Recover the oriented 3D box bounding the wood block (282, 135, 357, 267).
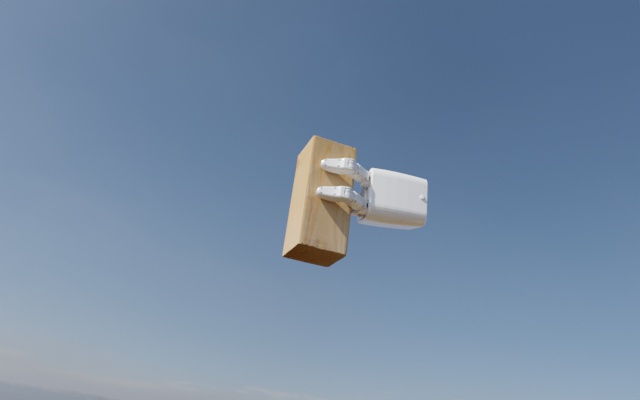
[{"bbox_3d":[0.000,0.003,0.857,0.090,0.206,0.091,15,-26,-16],"label":"wood block"}]
